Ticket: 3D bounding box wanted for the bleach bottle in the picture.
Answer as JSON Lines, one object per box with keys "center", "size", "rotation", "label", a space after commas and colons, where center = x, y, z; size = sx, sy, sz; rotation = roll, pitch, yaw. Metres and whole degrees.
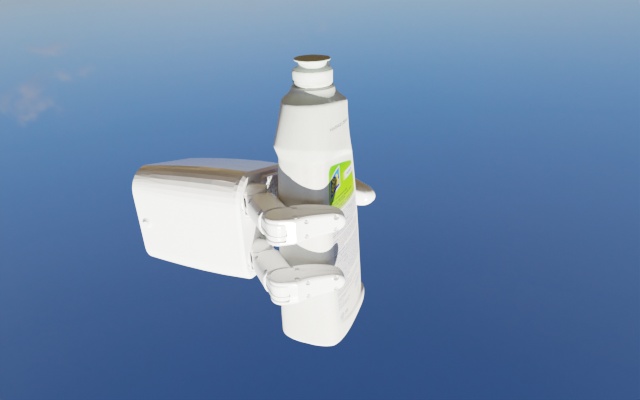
{"center": [0.000, 0.001, 0.420], "size": [0.068, 0.251, 0.102], "rotation": [8, 29, 18], "label": "bleach bottle"}
